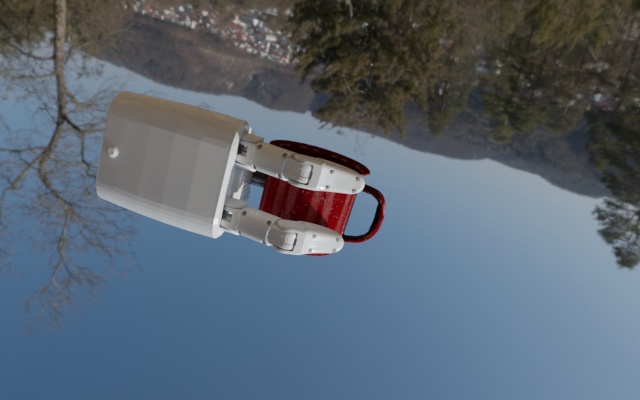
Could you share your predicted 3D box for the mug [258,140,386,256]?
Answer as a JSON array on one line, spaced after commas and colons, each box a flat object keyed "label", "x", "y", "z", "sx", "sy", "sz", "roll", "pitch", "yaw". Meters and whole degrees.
[{"label": "mug", "x": 0.001, "y": 0.002, "z": 0.432, "sx": 0.117, "sy": 0.081, "sz": 0.093, "roll": 18, "pitch": 15, "yaw": 4}]
